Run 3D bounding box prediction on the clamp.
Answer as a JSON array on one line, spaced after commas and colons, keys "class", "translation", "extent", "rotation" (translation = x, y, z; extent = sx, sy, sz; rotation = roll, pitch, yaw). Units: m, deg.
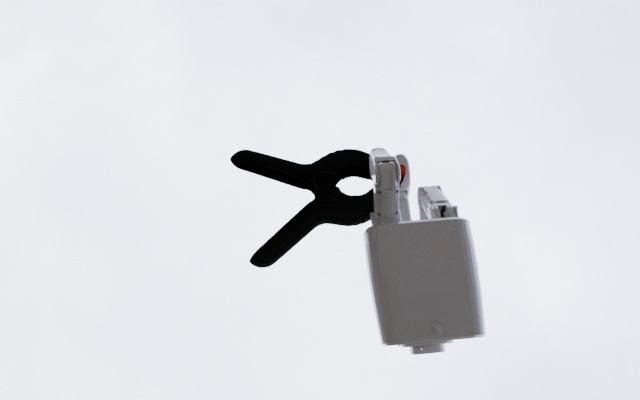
[{"class": "clamp", "translation": [0.000, 0.002, 0.462], "extent": [0.171, 0.120, 0.039], "rotation": [-4, -16, -2]}]
